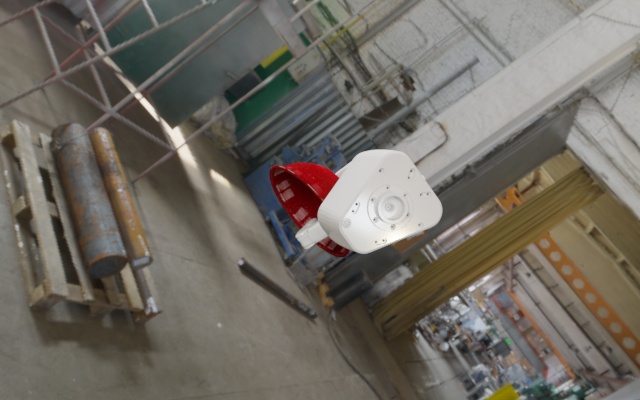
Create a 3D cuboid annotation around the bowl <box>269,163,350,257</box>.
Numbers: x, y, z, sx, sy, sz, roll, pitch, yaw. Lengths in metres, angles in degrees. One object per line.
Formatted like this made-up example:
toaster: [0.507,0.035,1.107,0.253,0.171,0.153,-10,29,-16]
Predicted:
bowl: [0.000,0.002,0.677,0.055,0.162,0.162,-40,16,-20]
